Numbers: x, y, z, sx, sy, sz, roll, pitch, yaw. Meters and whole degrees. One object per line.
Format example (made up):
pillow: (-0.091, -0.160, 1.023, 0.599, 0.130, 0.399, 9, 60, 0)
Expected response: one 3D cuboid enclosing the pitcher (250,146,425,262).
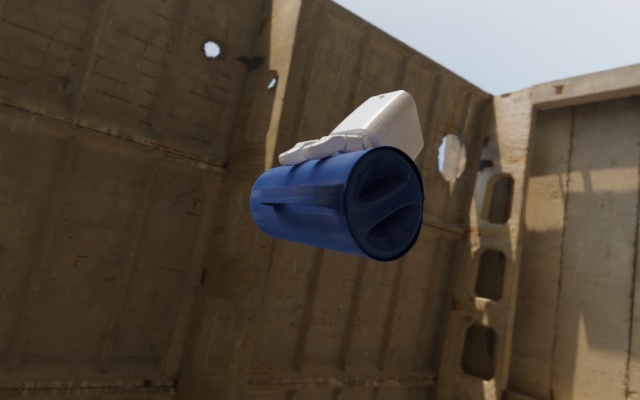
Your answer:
pitcher: (0.000, 0.002, 0.630, 0.243, 0.149, 0.145, 0, 41, 52)
